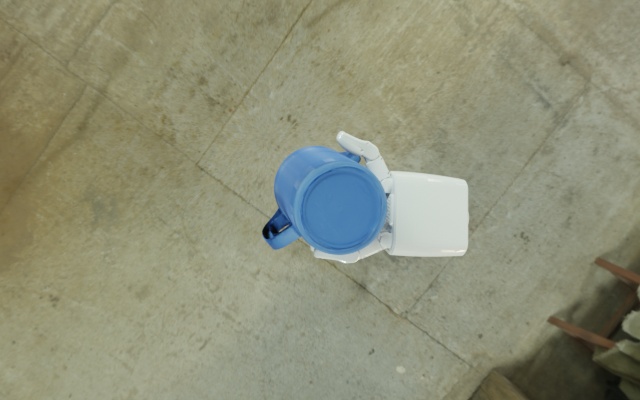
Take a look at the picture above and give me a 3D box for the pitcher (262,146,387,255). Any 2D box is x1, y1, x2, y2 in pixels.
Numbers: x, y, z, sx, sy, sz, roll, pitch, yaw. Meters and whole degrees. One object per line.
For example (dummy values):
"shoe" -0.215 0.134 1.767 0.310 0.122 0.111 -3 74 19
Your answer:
"pitcher" 0.000 0.002 0.642 0.145 0.149 0.243 6 7 -8
